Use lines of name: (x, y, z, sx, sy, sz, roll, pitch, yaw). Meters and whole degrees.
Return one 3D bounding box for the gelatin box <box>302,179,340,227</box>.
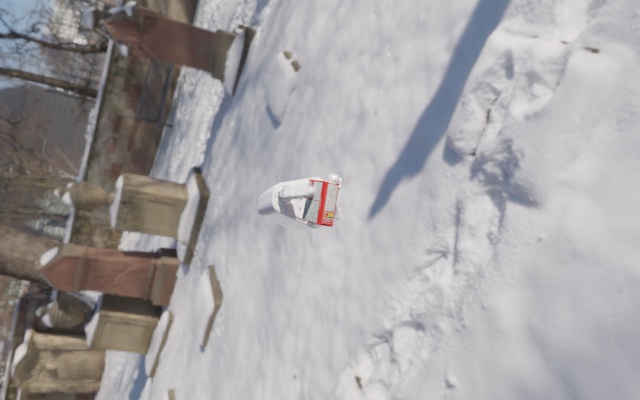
gelatin box: (0.000, 0.003, 0.816, 0.030, 0.073, 0.089, 9, 1, -19)
